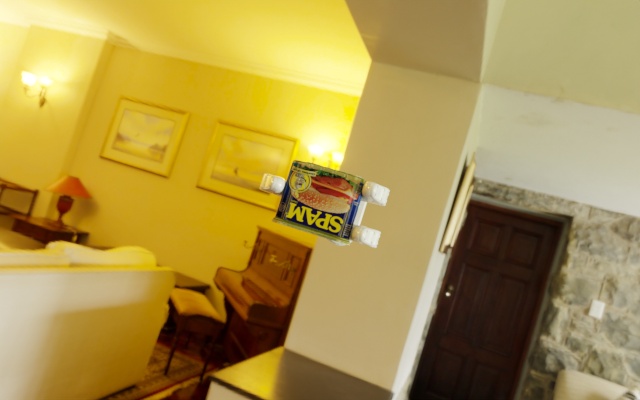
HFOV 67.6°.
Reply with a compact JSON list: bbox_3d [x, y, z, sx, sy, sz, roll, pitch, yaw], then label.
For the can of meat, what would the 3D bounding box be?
[{"bbox_3d":[0.000,0.002,0.602,0.102,0.084,0.057,17,-4,5],"label":"can of meat"}]
